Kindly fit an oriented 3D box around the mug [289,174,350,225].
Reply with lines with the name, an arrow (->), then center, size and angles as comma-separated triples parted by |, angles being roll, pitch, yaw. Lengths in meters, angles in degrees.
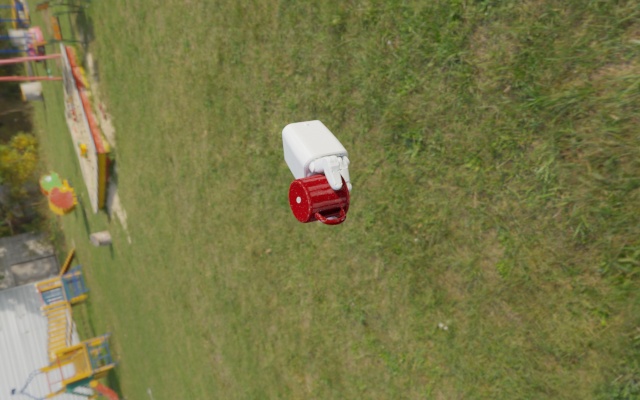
mug -> 0.001, 0.004, 0.866 | 0.081, 0.093, 0.117 | -13, 49, -30
